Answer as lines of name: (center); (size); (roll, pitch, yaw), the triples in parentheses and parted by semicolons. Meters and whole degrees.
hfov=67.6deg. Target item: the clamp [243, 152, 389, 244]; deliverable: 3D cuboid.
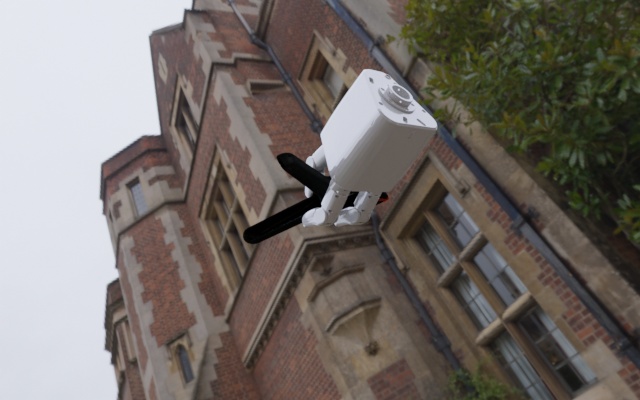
clamp: (0.000, 0.001, 0.656); (0.210, 0.036, 0.165); (0, -39, -37)
